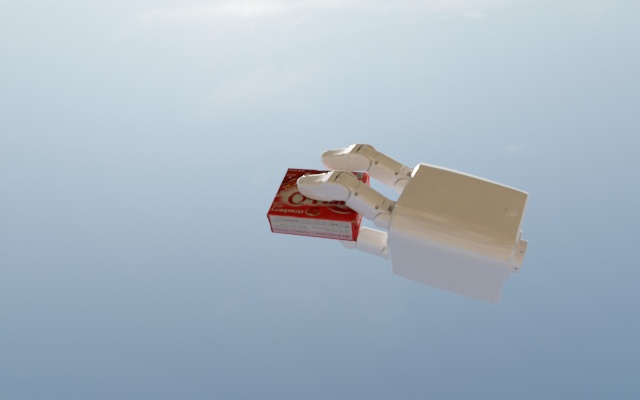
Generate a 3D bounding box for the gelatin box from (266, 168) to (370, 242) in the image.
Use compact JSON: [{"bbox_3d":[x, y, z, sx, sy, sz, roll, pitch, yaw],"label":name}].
[{"bbox_3d":[0.000,0.002,0.479,0.089,0.030,0.073,4,43,15],"label":"gelatin box"}]
